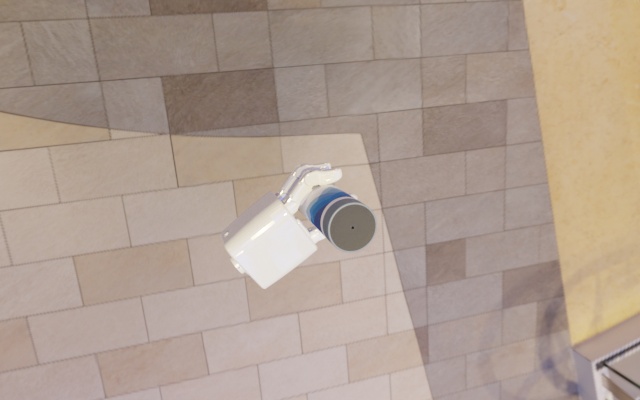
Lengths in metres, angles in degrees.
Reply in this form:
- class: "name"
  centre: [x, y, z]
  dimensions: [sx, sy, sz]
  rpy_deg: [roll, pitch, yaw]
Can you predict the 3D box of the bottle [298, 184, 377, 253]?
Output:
- class: "bottle"
  centre: [0.000, 0.002, 0.741]
  dimensions: [0.069, 0.069, 0.295]
  rpy_deg: [0, 13, -17]
